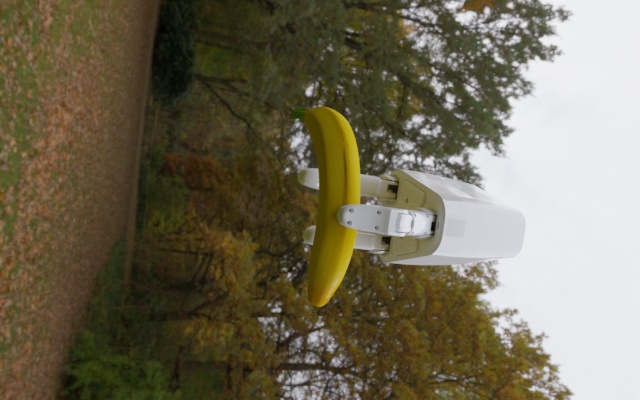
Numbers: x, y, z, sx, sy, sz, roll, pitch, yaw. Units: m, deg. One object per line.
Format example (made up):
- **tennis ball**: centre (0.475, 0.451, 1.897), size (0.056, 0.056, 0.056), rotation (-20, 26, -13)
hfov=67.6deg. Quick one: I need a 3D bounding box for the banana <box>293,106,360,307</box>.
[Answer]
- **banana**: centre (0.009, -0.008, 0.429), size (0.037, 0.197, 0.070), rotation (7, -23, -28)
